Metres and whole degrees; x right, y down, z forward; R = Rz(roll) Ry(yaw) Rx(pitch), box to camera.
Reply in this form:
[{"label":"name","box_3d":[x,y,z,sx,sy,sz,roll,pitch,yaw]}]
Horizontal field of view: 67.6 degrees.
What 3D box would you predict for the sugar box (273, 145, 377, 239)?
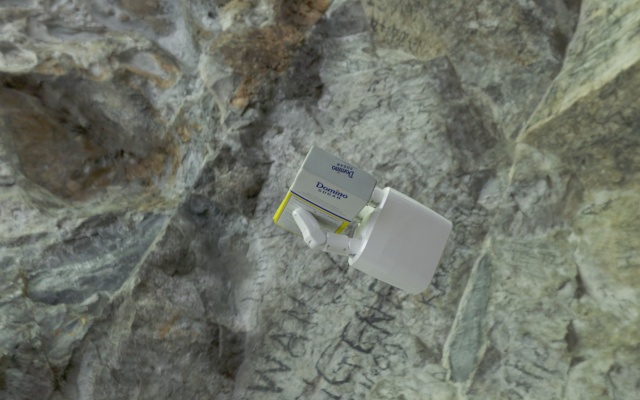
[{"label":"sugar box","box_3d":[0.000,0.002,0.647,0.093,0.048,0.176,28,-32,-5]}]
